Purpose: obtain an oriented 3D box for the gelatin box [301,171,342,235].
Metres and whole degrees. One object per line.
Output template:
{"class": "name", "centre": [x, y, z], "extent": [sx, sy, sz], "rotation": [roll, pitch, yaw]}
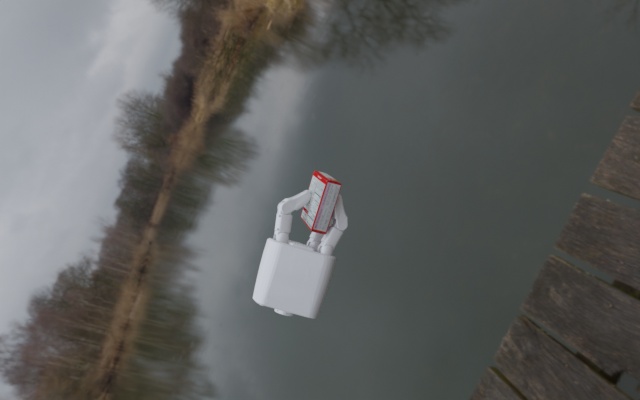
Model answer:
{"class": "gelatin box", "centre": [0.000, 0.002, 0.790], "extent": [0.030, 0.089, 0.073], "rotation": [13, 11, -20]}
